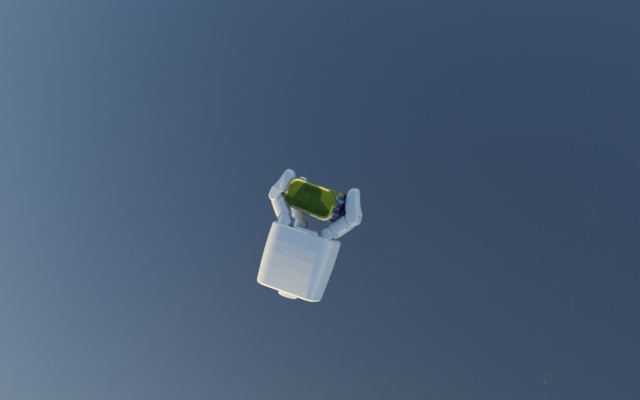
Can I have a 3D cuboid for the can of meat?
[{"bbox_3d":[0.000,0.003,0.811,0.102,0.057,0.084,20,1,28],"label":"can of meat"}]
